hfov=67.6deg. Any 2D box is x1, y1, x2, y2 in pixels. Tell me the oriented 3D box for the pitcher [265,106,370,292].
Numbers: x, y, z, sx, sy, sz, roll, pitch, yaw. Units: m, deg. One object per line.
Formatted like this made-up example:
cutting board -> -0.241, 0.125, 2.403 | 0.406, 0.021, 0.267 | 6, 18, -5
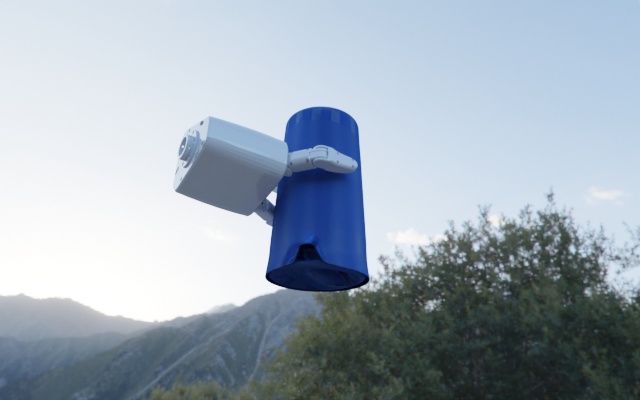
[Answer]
pitcher -> 0.000, 0.002, 0.665 | 0.145, 0.242, 0.149 | 18, -29, -31
